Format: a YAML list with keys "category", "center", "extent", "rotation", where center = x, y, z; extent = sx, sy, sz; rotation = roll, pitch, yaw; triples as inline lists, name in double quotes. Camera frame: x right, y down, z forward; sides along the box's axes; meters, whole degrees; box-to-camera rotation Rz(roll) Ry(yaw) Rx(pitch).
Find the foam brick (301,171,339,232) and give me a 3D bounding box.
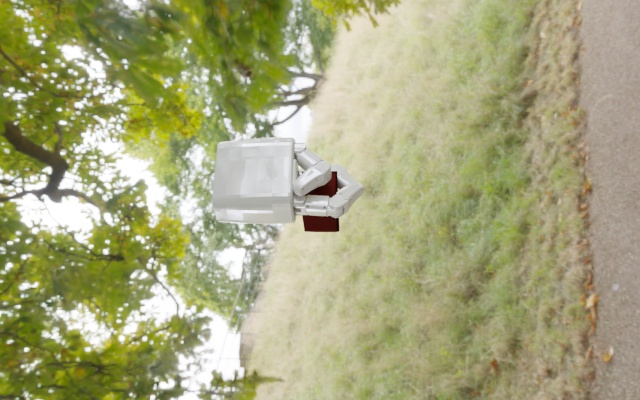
- category: "foam brick"
  center: [0.000, 0.002, 0.679]
  extent: [0.051, 0.053, 0.078]
  rotation: [-2, -41, 2]
